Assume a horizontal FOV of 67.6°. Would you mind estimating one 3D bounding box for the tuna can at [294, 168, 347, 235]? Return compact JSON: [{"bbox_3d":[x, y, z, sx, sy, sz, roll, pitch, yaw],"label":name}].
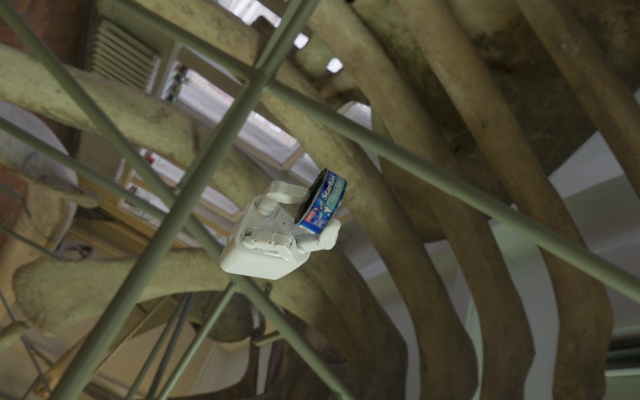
[{"bbox_3d":[0.001,0.002,0.632,0.034,0.086,0.086,29,-5,-9],"label":"tuna can"}]
